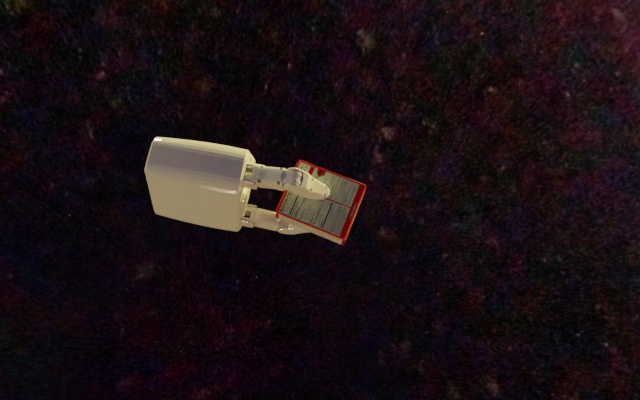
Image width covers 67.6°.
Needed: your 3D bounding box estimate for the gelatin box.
[{"bbox_3d":[0.000,0.002,0.568,0.089,0.073,0.030,21,-18,4],"label":"gelatin box"}]
